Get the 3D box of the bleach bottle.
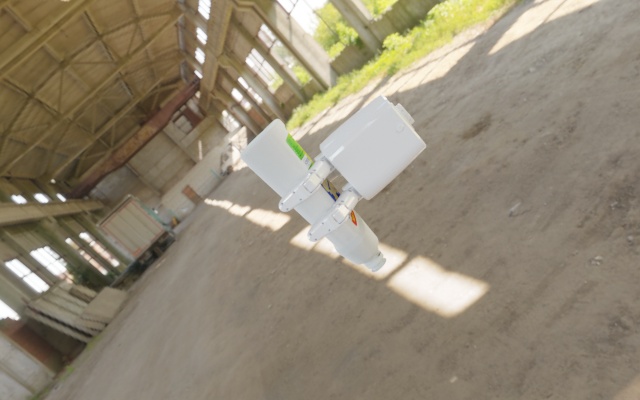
[{"bbox_3d":[0.000,0.002,0.671,0.068,0.251,0.102,-41,12,13],"label":"bleach bottle"}]
